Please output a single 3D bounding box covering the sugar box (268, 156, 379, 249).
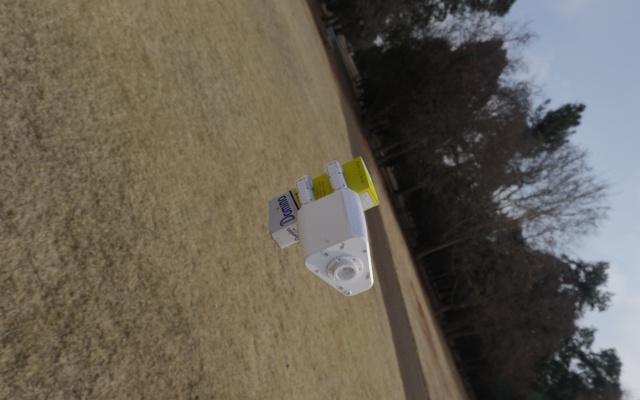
[{"bbox_3d":[0.000,0.002,0.772,0.176,0.048,0.093,-24,35,10],"label":"sugar box"}]
